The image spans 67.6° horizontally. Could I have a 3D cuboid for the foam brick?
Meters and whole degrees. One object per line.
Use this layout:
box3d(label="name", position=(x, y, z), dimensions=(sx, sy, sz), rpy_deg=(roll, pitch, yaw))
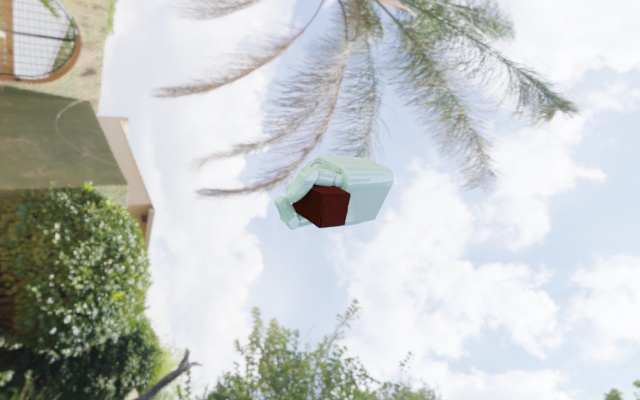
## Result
box3d(label="foam brick", position=(0.000, 0.003, 0.720), dimensions=(0.051, 0.053, 0.078), rpy_deg=(-3, 22, -36))
